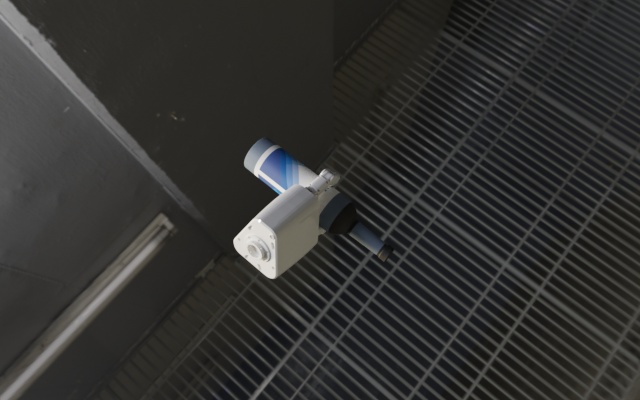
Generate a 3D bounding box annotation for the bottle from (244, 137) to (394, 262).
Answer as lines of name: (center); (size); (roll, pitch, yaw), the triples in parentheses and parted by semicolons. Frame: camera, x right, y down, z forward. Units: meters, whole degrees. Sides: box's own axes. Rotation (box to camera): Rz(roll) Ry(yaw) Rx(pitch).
bottle: (0.000, 0.002, 0.815); (0.295, 0.069, 0.069); (38, 10, 13)
